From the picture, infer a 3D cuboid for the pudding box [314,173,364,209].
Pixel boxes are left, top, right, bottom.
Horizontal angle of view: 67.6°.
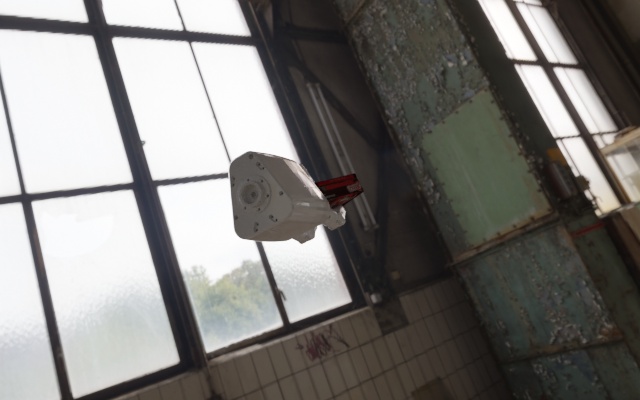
[{"bbox_3d":[0.000,0.002,0.755,0.090,0.039,0.113,-14,-14,-40],"label":"pudding box"}]
